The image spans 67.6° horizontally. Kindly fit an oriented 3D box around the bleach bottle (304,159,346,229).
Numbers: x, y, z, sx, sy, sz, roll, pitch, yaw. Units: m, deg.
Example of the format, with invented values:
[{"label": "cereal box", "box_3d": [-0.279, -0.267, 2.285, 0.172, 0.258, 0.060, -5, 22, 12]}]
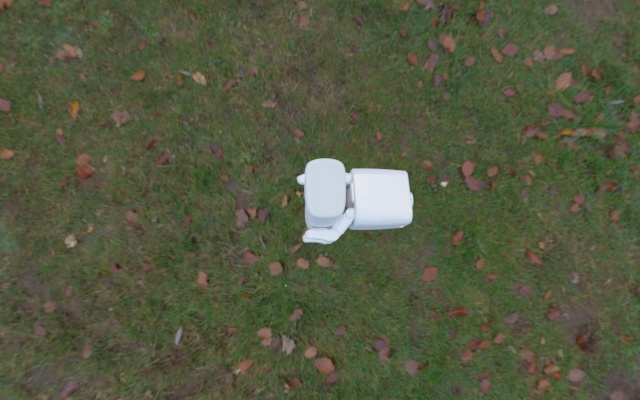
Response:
[{"label": "bleach bottle", "box_3d": [0.000, 0.003, 0.890, 0.068, 0.102, 0.251, 0, -10, -4]}]
